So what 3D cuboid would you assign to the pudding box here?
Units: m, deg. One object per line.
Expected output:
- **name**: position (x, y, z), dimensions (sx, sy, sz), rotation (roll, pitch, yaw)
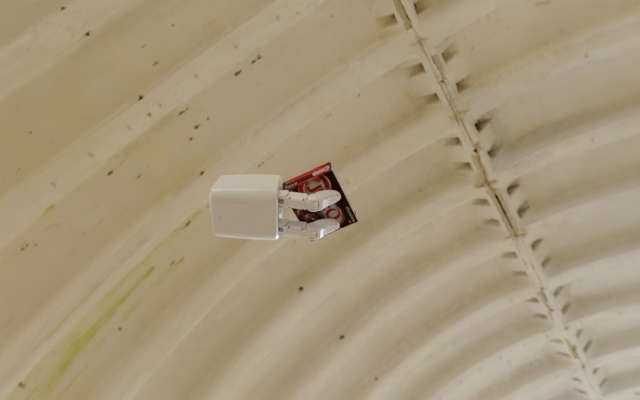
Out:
- **pudding box**: position (0.000, 0.003, 0.803), dimensions (0.090, 0.113, 0.039), rotation (-23, 30, 11)
